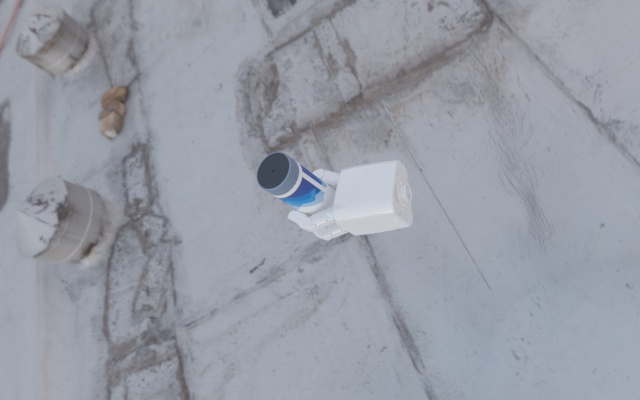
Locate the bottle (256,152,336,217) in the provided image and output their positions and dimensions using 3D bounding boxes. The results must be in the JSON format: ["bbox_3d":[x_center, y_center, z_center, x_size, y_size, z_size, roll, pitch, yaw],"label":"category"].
[{"bbox_3d":[0.000,0.003,0.863,0.069,0.069,0.296,0,-20,32],"label":"bottle"}]
